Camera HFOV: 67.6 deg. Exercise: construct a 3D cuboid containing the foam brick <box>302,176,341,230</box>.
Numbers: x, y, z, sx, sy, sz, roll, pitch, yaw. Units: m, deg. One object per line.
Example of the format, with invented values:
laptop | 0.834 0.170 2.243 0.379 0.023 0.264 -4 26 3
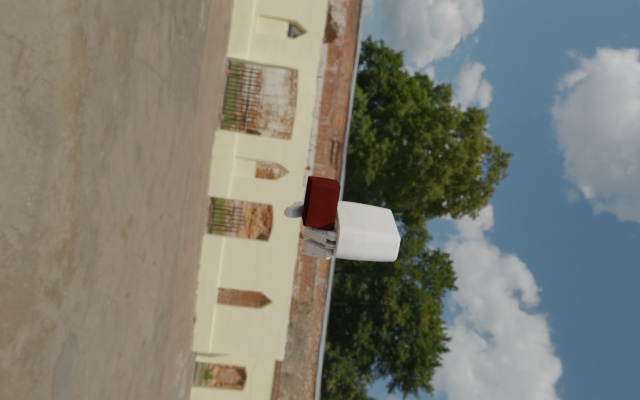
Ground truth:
foam brick | 0.000 0.002 0.798 0.051 0.078 0.053 7 14 -7
